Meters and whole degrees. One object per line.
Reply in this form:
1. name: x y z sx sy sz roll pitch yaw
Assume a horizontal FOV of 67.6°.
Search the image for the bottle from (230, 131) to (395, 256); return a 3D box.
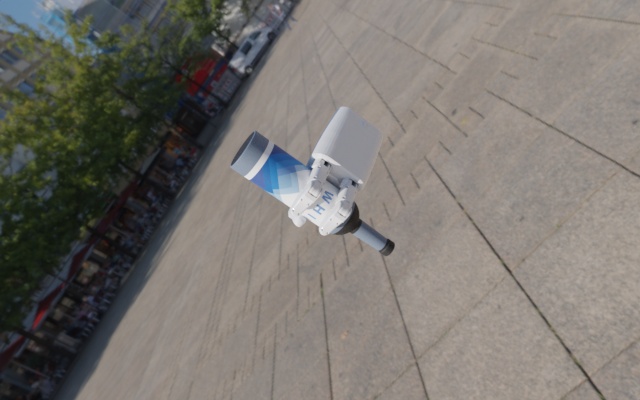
1. bottle: 0.000 0.002 0.753 0.296 0.069 0.069 34 -12 -18
